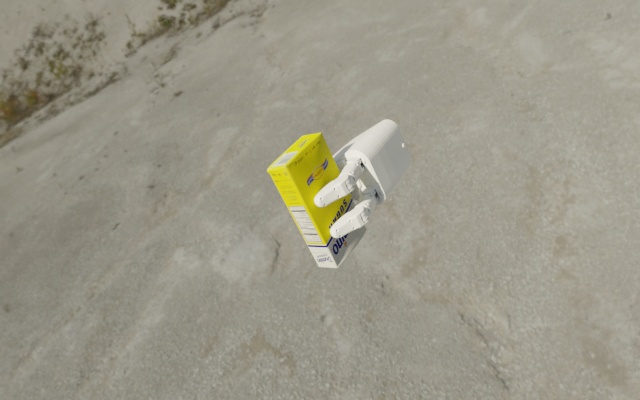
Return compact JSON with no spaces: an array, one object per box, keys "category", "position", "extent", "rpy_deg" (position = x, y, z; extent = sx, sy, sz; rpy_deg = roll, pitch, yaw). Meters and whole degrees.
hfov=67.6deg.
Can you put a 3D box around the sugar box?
[{"category":"sugar box","position":[0.001,0.002,0.689],"extent":[0.048,0.176,0.093],"rpy_deg":[-5,33,44]}]
